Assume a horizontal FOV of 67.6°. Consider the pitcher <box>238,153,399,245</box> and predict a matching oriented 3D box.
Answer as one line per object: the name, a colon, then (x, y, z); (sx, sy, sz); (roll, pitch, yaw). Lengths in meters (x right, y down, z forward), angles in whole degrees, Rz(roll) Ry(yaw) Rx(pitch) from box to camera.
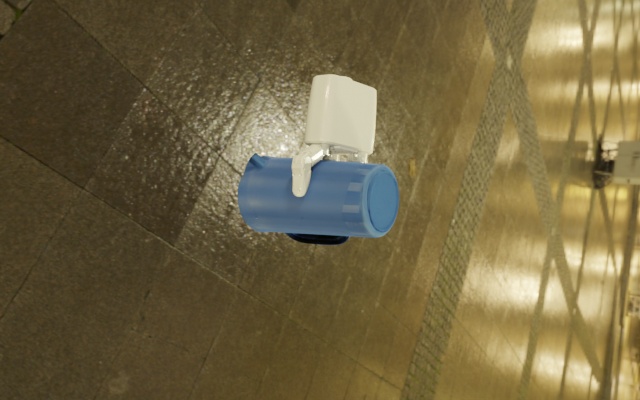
pitcher: (0.000, 0.002, 0.767); (0.243, 0.145, 0.149); (4, -3, 37)
